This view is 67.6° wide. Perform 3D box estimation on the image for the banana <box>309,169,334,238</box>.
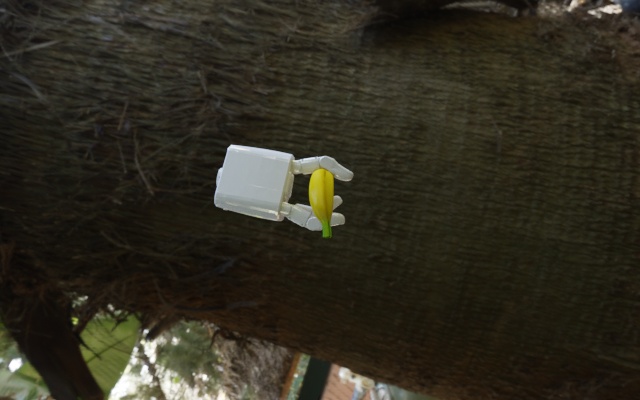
[{"bbox_3d":[0.001,-0.014,0.738,0.037,0.070,0.197,4,21,0],"label":"banana"}]
